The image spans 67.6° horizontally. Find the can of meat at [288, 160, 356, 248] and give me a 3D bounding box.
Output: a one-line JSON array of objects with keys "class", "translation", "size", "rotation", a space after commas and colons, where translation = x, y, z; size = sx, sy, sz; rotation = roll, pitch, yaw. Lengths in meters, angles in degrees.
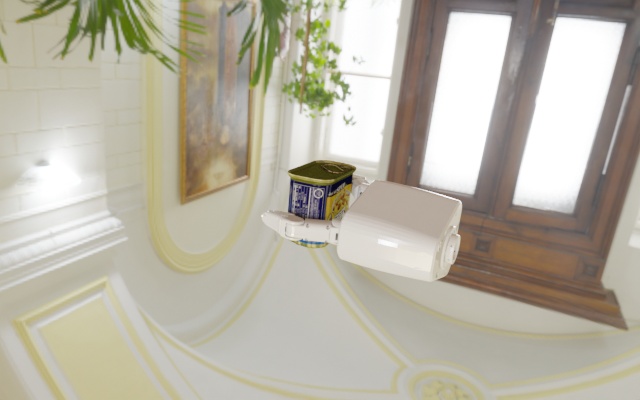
[{"class": "can of meat", "translation": [0.000, 0.002, 0.580], "size": [0.057, 0.084, 0.102], "rotation": [13, 19, 22]}]
